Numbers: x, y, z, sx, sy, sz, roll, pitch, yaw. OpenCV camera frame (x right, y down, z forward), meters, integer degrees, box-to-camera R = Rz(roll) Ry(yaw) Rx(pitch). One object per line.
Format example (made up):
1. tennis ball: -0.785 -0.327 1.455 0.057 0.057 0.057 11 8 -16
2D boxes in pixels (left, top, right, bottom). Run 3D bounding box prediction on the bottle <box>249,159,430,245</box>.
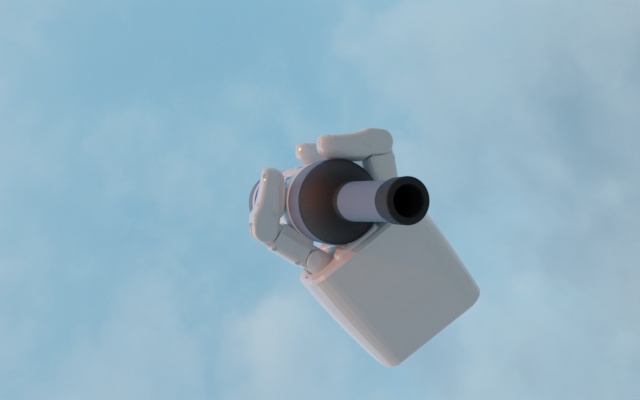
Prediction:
1. bottle: 0.000 0.001 0.400 0.069 0.069 0.295 0 0 -19
